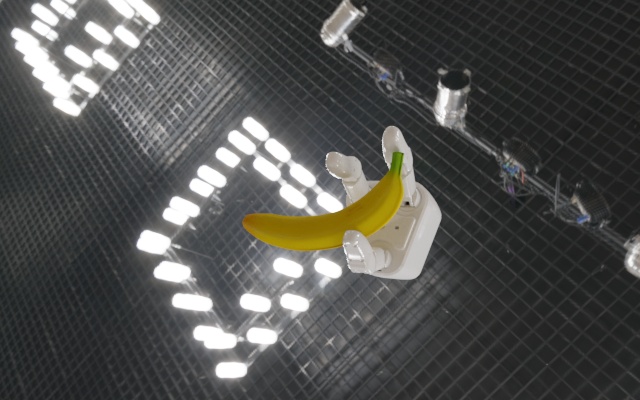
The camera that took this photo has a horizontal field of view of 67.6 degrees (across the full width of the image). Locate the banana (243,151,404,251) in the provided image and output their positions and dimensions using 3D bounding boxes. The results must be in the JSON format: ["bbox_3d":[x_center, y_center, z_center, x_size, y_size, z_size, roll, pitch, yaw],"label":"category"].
[{"bbox_3d":[0.008,0.018,0.504,0.198,0.069,0.037,-22,-17,20],"label":"banana"}]
